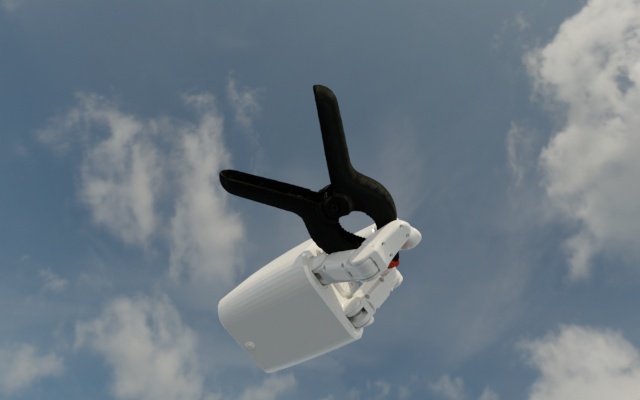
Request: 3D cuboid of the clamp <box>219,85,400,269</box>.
[{"bbox_3d":[0.000,0.001,0.411,0.120,0.171,0.039,-29,19,19],"label":"clamp"}]
